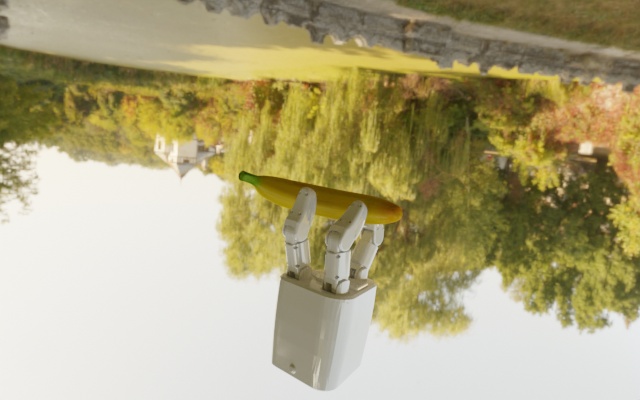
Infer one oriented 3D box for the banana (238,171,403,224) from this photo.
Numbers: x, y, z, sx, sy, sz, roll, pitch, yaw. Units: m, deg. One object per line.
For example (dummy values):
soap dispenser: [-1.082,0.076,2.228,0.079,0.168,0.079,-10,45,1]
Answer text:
banana: [0.002,0.001,0.566,0.198,0.037,0.069,12,3,16]
